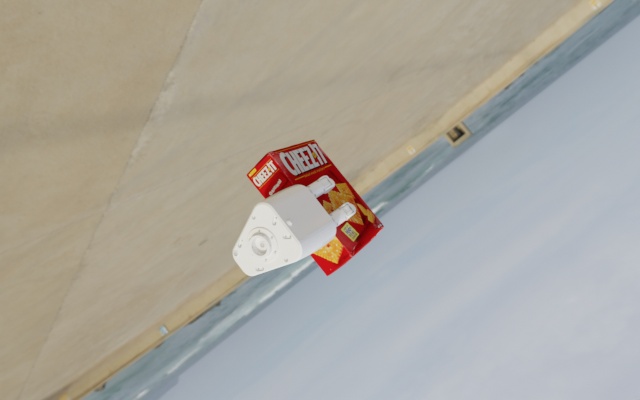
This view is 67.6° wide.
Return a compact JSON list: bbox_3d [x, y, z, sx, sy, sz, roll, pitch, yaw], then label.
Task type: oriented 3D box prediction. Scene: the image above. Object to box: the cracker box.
[{"bbox_3d":[0.000,0.003,0.823,0.072,0.213,0.164,-41,-6,29],"label":"cracker box"}]
